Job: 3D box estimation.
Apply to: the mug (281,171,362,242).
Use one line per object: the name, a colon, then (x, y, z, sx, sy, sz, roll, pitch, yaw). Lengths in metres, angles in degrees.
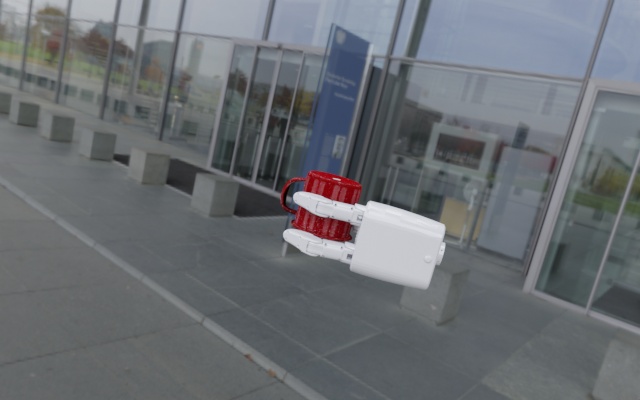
mug: (-0.001, 0.002, 0.693, 0.117, 0.081, 0.093, 16, 9, 7)
